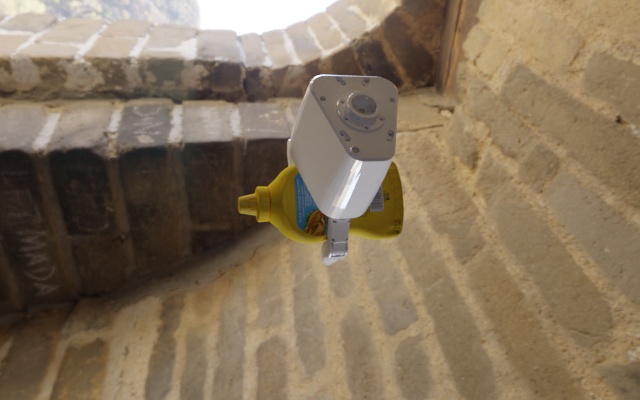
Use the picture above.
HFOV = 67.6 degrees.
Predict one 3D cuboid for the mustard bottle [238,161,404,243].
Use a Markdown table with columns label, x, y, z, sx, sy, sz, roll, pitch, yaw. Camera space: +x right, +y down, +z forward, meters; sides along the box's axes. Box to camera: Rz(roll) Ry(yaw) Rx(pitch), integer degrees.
| label | x | y | z | sx | sy | sz | roll | pitch | yaw |
| --- | --- | --- | --- | --- | --- | --- | --- | --- | --- |
| mustard bottle | 0.000 | 0.002 | 0.565 | 0.191 | 0.096 | 0.058 | -2 | -5 | -15 |
